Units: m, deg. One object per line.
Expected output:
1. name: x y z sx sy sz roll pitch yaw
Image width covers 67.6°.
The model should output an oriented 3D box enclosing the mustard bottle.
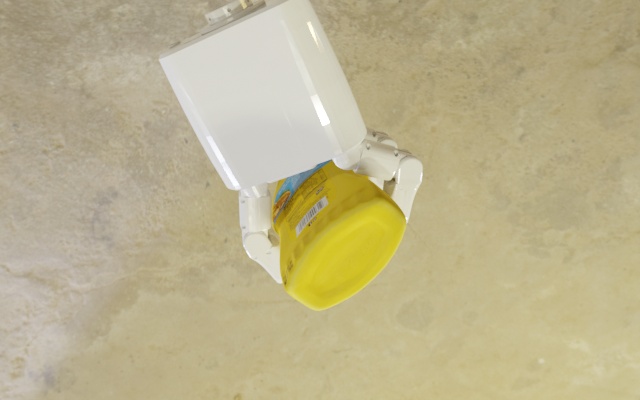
1. mustard bottle: 0.000 0.002 0.403 0.058 0.096 0.191 37 12 -24
